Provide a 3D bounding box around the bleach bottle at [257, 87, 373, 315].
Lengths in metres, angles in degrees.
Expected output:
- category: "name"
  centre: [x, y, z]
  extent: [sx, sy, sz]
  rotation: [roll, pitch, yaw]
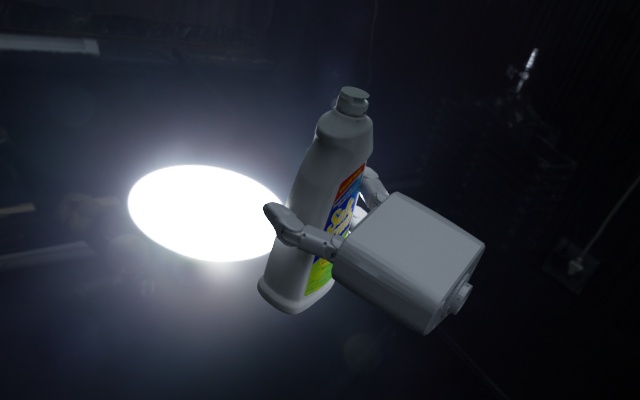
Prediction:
- category: "bleach bottle"
  centre: [0.000, 0.002, 0.518]
  extent: [0.068, 0.251, 0.102]
  rotation: [31, 35, 25]
